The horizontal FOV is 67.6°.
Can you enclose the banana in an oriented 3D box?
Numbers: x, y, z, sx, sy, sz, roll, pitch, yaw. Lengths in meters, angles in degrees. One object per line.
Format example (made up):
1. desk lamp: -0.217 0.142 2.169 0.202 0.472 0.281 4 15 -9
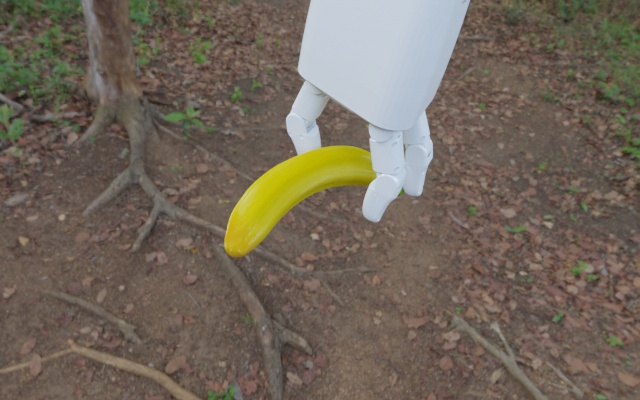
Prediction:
1. banana: -0.008 -0.012 0.420 0.198 0.037 0.069 -20 54 -35
